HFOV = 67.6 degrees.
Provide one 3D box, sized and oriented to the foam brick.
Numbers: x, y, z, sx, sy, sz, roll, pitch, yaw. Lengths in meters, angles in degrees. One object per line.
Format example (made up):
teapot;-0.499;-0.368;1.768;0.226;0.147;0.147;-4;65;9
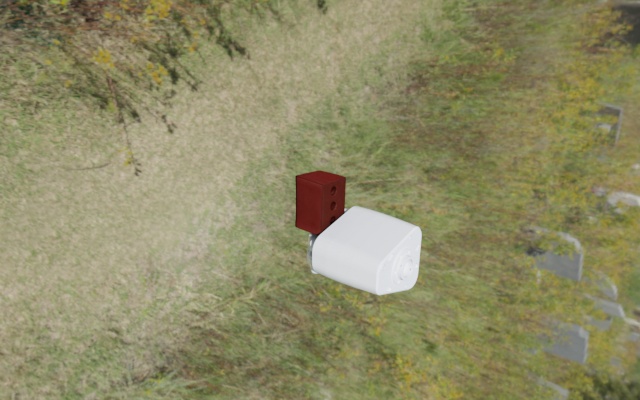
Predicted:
foam brick;0.000;0.002;0.672;0.051;0.078;0.053;17;25;39
